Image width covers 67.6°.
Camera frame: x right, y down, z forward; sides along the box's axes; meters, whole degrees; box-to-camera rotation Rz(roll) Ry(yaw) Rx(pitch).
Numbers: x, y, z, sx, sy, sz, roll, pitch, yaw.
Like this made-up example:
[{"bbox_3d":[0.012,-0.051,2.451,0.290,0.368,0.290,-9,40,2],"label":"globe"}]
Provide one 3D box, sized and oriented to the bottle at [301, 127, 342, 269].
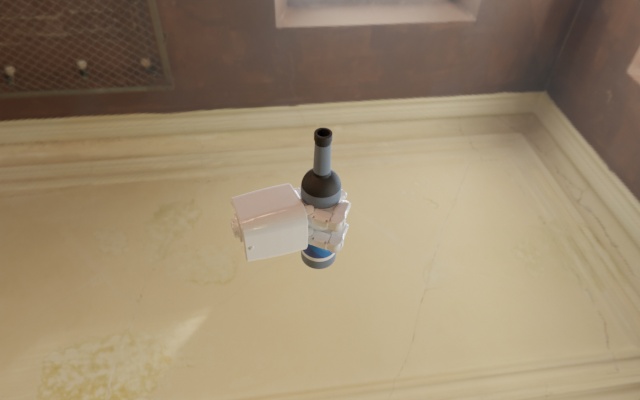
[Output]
[{"bbox_3d":[0.000,0.003,0.804,0.069,0.069,0.296,0,-44,-2],"label":"bottle"}]
